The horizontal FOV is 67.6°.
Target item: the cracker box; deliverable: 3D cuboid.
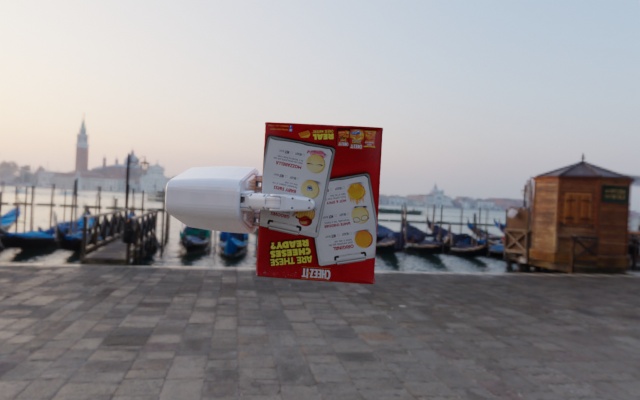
[{"bbox_3d":[0.000,0.002,0.676,0.164,0.213,0.072,3,0,5],"label":"cracker box"}]
